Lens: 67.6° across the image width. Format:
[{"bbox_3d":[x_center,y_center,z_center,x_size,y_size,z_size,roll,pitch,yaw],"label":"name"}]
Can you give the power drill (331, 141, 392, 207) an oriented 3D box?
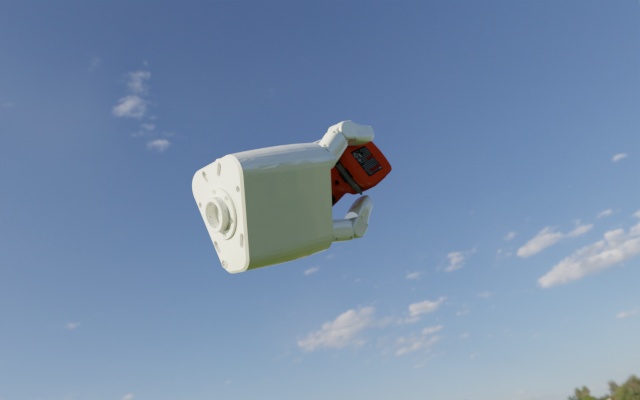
[{"bbox_3d":[0.000,0.002,0.606,0.188,0.057,0.184,-41,-2,27],"label":"power drill"}]
